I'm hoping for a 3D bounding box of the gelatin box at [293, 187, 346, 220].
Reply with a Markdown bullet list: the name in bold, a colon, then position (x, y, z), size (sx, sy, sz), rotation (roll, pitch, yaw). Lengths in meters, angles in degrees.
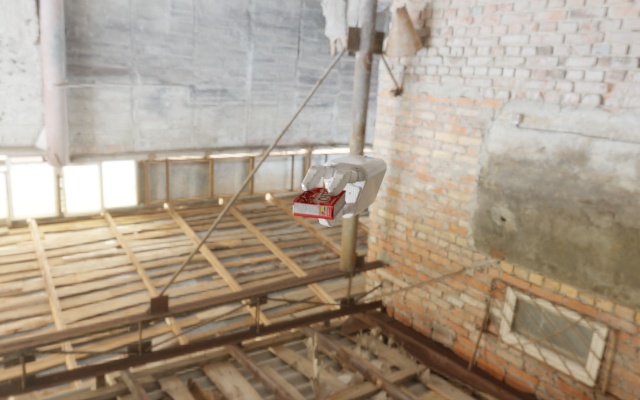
- **gelatin box**: position (0.000, 0.003, 0.844), size (0.073, 0.030, 0.089), rotation (7, 21, 17)
